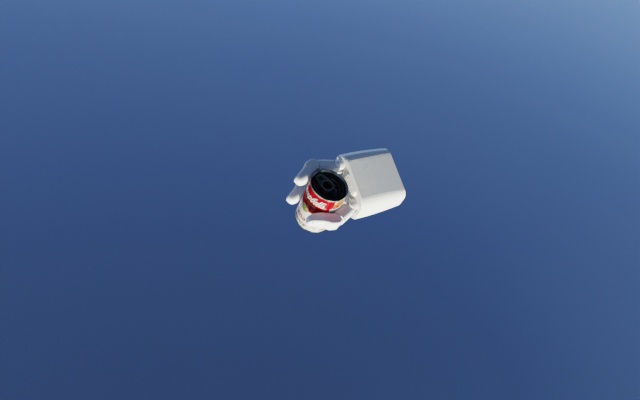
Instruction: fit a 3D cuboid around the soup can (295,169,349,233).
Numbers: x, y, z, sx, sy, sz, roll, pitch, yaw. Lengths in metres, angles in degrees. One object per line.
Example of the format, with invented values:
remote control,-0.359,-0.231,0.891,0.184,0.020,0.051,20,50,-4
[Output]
soup can,0.000,0.003,0.840,0.068,0.068,0.102,0,-35,-22
